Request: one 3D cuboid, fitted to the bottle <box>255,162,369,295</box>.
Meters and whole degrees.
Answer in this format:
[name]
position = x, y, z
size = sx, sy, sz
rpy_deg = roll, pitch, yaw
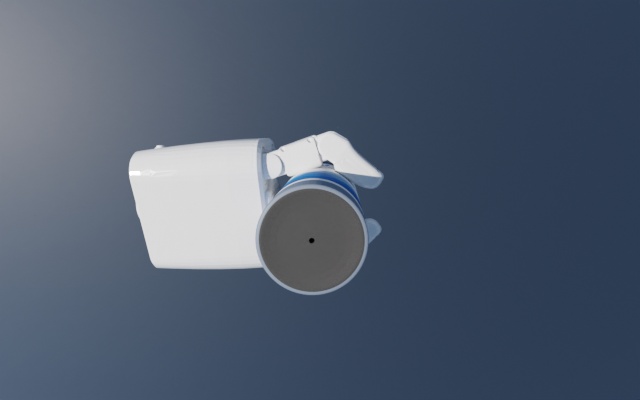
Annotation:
[bottle]
position = 0.000, 0.001, 0.422
size = 0.069, 0.069, 0.295
rpy_deg = 0, 9, 2
